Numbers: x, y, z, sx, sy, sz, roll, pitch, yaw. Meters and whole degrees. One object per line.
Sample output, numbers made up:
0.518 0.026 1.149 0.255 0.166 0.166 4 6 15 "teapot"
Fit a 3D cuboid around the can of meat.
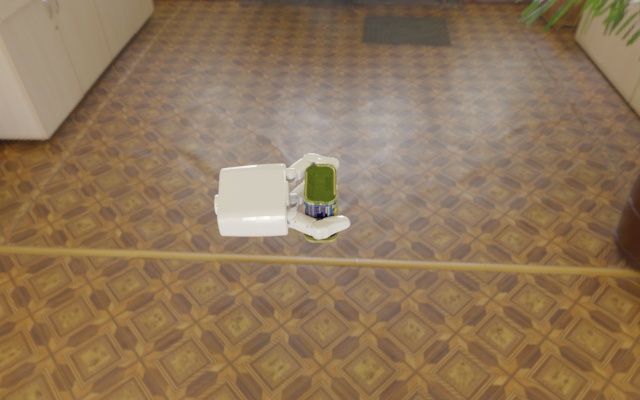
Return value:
0.000 0.002 0.774 0.057 0.084 0.102 -1 42 1 "can of meat"
